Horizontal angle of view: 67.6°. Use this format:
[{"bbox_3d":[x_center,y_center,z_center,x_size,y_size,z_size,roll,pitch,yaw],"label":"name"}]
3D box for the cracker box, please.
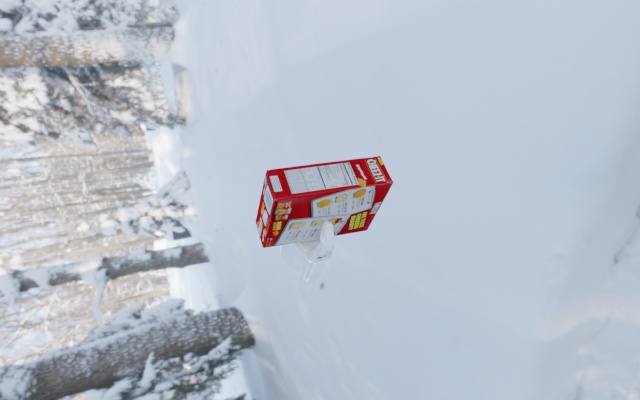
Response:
[{"bbox_3d":[0.000,0.003,0.856,0.213,0.072,0.164,-9,-31,-20],"label":"cracker box"}]
